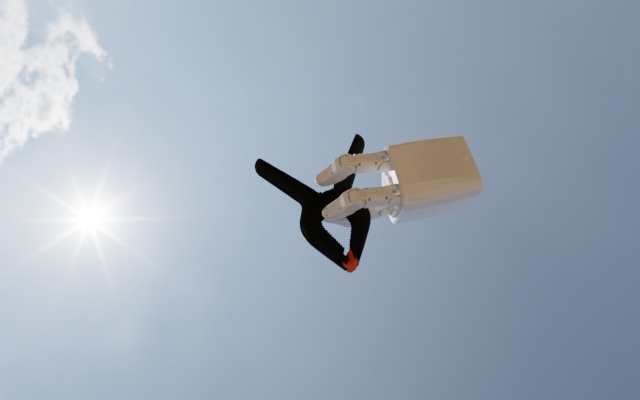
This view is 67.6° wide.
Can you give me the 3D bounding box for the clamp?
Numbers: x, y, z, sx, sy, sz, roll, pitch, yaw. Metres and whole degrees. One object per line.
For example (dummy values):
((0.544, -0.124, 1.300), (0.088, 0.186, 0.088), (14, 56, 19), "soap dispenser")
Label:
((0.000, 0.003, 0.650), (0.164, 0.209, 0.036), (-10, -33, -3), "clamp")
